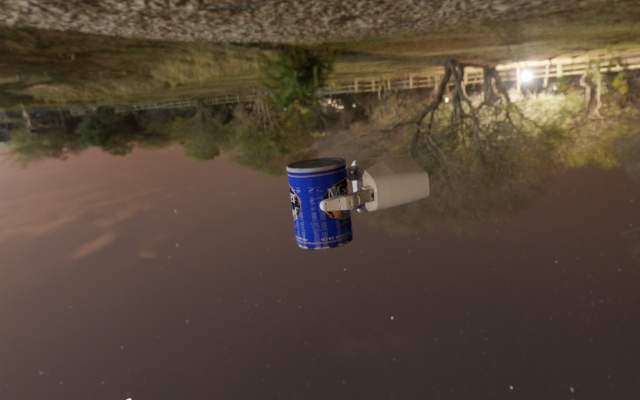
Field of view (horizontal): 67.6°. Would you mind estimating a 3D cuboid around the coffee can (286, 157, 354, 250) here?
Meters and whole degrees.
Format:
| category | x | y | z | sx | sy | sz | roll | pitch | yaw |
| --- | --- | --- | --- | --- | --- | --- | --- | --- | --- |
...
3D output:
| category | x | y | z | sx | sy | sz | roll | pitch | yaw |
| --- | --- | --- | --- | --- | --- | --- | --- | --- | --- |
| coffee can | 0.000 | 0.003 | 0.833 | 0.103 | 0.140 | 0.102 | -6 | 13 | 1 |
